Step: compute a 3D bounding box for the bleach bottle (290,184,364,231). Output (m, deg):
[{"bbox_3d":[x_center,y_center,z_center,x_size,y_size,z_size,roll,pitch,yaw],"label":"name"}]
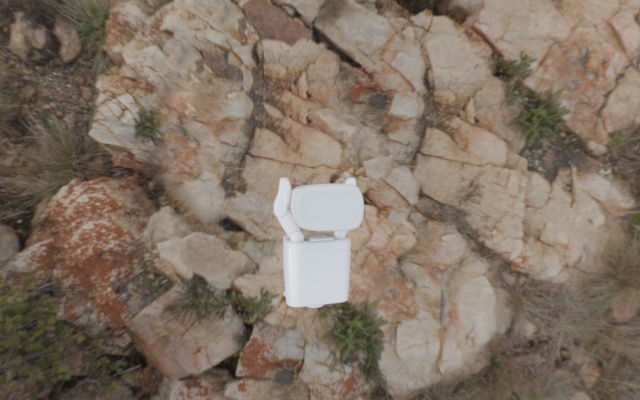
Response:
[{"bbox_3d":[0.000,0.003,0.795,0.102,0.068,0.251,-1,4,-5],"label":"bleach bottle"}]
